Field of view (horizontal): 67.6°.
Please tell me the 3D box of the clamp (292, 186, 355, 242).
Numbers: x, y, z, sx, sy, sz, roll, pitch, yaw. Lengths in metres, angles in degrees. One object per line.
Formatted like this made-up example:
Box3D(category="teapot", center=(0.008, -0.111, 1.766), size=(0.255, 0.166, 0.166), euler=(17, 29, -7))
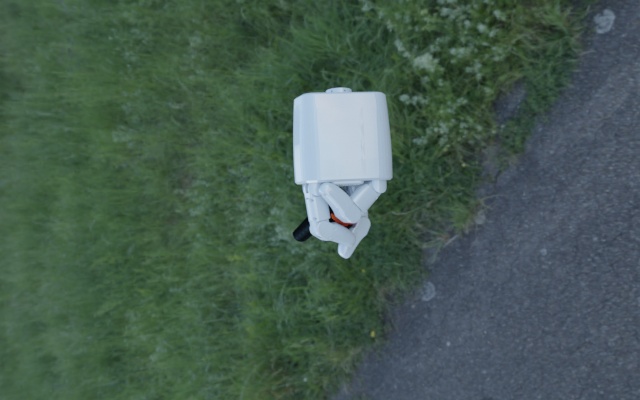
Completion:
Box3D(category="clamp", center=(0.000, 0.002, 0.671), size=(0.039, 0.120, 0.171), euler=(-3, 0, -26))
